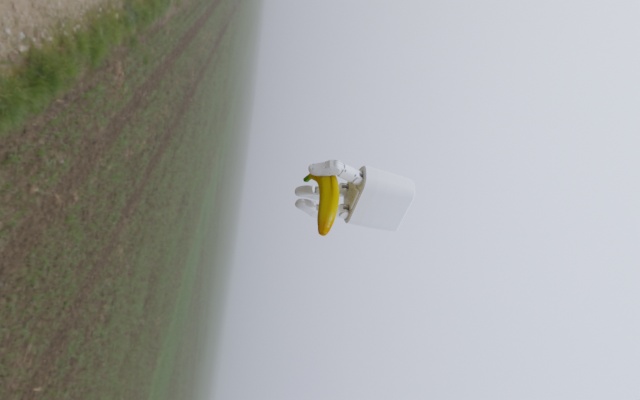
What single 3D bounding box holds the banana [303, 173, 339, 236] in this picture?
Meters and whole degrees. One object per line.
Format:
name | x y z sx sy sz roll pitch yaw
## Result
banana | 0.008 -0.014 0.876 0.037 0.070 0.197 19 26 -20
